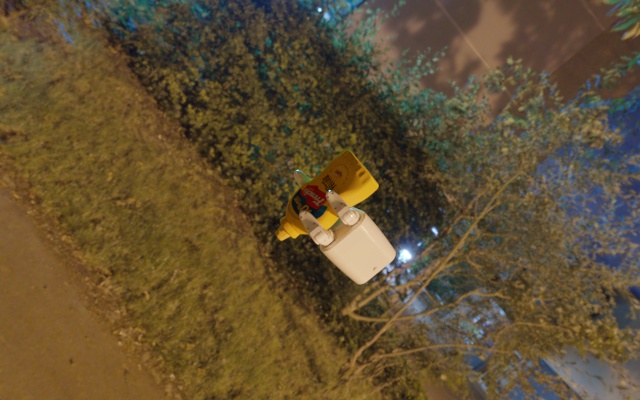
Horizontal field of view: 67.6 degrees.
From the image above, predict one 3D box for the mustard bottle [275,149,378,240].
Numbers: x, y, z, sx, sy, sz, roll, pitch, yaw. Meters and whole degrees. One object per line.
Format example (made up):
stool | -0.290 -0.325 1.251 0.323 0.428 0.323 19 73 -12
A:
mustard bottle | 0.000 0.002 0.821 0.058 0.191 0.096 44 8 -50
